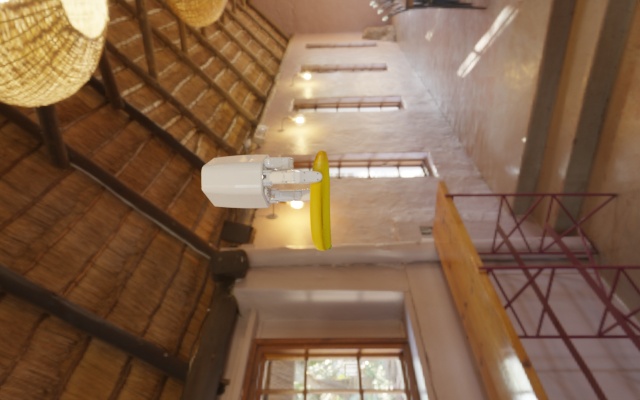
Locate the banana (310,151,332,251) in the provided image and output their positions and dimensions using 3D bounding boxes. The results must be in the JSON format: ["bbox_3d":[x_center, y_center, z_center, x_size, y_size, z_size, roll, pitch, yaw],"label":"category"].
[{"bbox_3d":[0.000,0.013,0.853,0.037,0.198,0.069,-1,23,2],"label":"banana"}]
